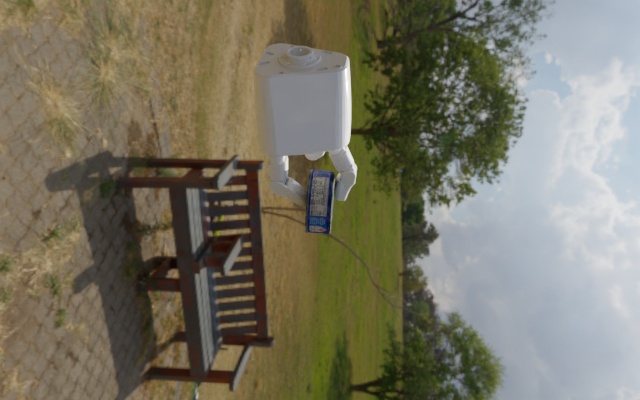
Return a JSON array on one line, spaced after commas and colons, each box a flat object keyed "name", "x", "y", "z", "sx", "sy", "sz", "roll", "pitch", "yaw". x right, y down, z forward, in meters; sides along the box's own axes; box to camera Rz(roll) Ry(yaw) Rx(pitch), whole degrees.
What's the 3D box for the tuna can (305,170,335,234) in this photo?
[{"name": "tuna can", "x": 0.001, "y": 0.002, "z": 0.644, "sx": 0.034, "sy": 0.086, "sz": 0.086, "roll": 4, "pitch": 0, "yaw": 3}]
